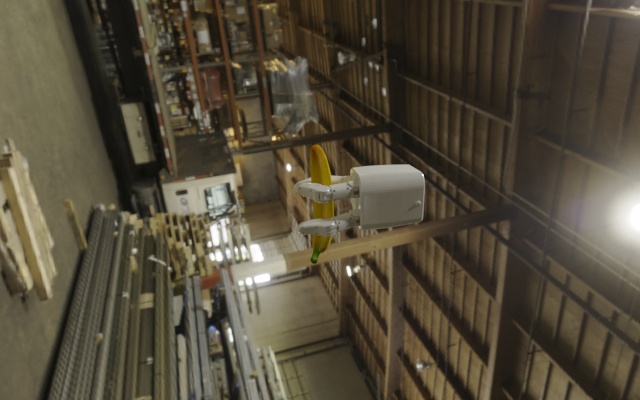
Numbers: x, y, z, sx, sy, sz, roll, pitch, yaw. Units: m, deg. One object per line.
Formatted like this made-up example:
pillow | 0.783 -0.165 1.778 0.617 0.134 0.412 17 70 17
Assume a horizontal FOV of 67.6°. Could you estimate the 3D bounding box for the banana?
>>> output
banana | 0.002 0.004 0.813 0.037 0.198 0.069 0 8 7
